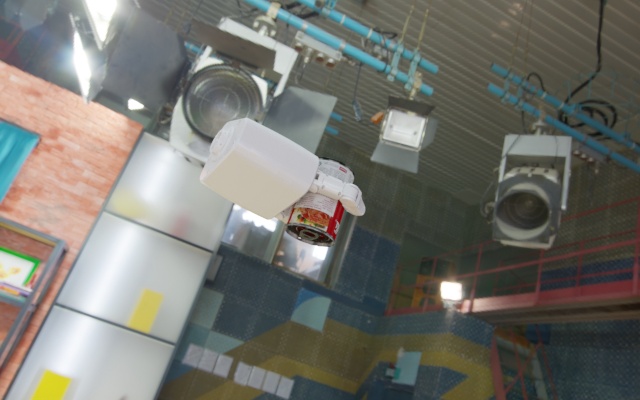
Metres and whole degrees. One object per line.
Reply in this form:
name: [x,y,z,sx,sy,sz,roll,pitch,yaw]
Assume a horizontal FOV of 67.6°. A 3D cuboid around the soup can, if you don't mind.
soup can: [0.001,0.002,0.635,0.068,0.102,0.068,16,-22,7]
